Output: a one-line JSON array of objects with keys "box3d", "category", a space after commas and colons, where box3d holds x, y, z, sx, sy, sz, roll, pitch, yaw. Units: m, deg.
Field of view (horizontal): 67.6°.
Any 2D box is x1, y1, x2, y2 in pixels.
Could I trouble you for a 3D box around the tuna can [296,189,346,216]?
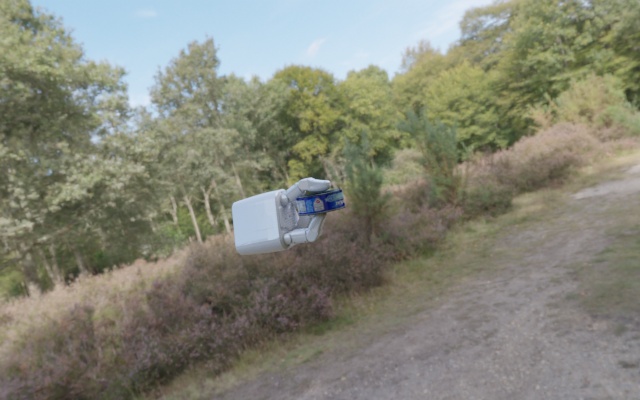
[{"box3d": [0.000, 0.002, 0.852, 0.086, 0.034, 0.086, -11, 4, 1], "category": "tuna can"}]
